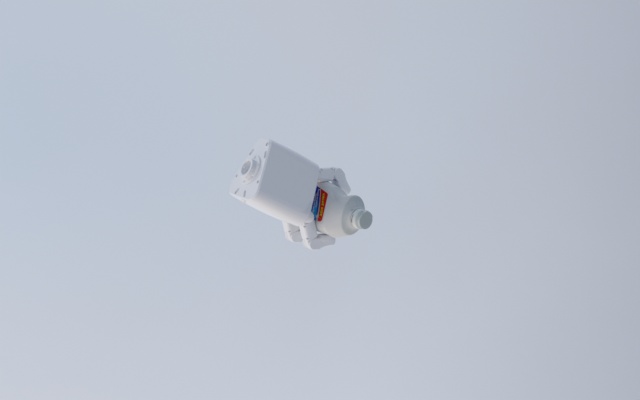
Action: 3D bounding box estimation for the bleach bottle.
[{"bbox_3d":[0.000,0.003,0.837,0.068,0.102,0.251,29,-8,-37],"label":"bleach bottle"}]
